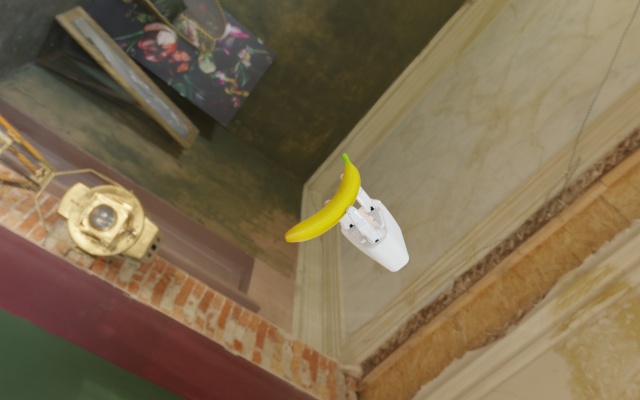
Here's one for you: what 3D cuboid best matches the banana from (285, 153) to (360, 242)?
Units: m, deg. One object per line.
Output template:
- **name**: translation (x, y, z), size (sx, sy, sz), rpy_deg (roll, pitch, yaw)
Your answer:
- **banana**: translation (0.017, 0.009, 0.869), size (0.069, 0.197, 0.037), rpy_deg (30, -15, 22)
